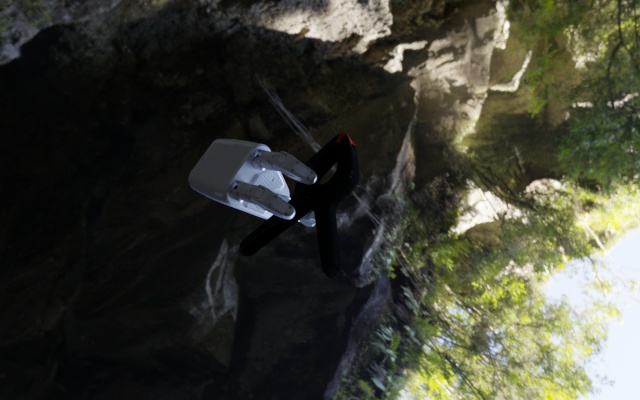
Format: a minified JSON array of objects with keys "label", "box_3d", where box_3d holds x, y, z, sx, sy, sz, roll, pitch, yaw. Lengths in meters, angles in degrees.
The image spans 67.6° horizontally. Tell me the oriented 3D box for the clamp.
[{"label":"clamp","box_3d":[0.001,0.002,0.619,0.164,0.210,0.036,16,-24,43]}]
